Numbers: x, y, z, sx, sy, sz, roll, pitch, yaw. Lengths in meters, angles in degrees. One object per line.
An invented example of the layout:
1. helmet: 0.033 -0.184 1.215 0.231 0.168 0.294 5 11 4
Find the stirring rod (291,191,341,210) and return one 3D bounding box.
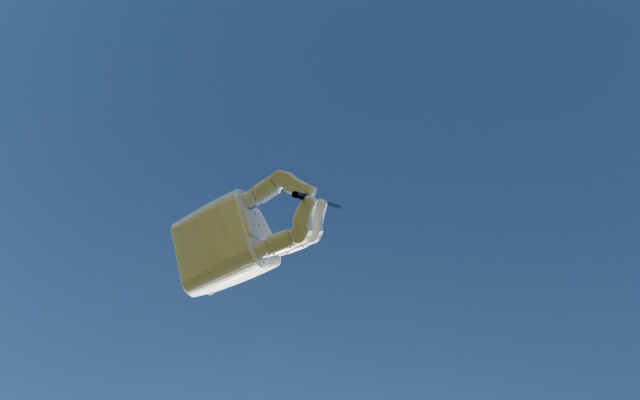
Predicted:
1. stirring rod: 0.000 0.002 0.661 0.011 0.011 0.239 0 -4 14
